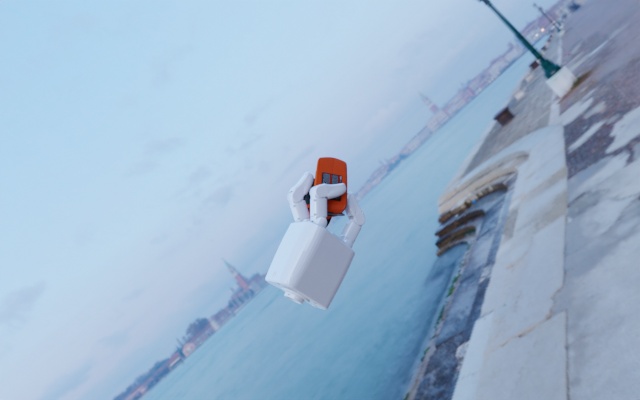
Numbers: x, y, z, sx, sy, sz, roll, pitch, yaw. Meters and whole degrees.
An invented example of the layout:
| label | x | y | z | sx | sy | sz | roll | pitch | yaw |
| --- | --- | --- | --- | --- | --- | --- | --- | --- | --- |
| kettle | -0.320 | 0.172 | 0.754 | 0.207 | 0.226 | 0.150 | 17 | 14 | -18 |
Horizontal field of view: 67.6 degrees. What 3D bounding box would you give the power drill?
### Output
| label | x | y | z | sx | sy | sz | roll | pitch | yaw |
| --- | --- | --- | --- | --- | --- | --- | --- | --- | --- |
| power drill | 0.000 | 0.003 | 0.874 | 0.057 | 0.184 | 0.188 | 7 | -31 | -9 |
